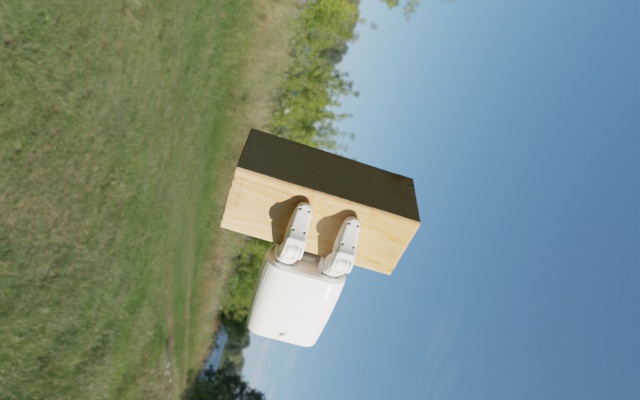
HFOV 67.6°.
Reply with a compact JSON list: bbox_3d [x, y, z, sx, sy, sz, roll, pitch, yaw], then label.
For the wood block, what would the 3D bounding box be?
[{"bbox_3d":[0.000,0.002,0.562,0.206,0.090,0.090,17,35,-8],"label":"wood block"}]
